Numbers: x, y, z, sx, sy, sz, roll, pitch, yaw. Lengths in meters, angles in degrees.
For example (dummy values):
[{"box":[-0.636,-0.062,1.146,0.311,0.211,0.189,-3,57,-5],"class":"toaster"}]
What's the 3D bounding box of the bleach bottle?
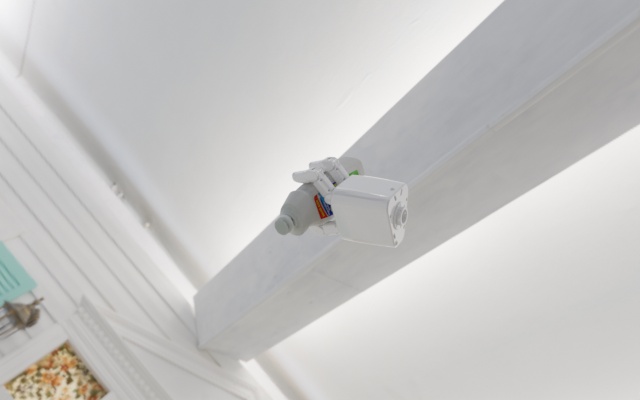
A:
[{"box":[0.000,0.003,0.887,0.068,0.103,0.250,9,28,30],"class":"bleach bottle"}]
